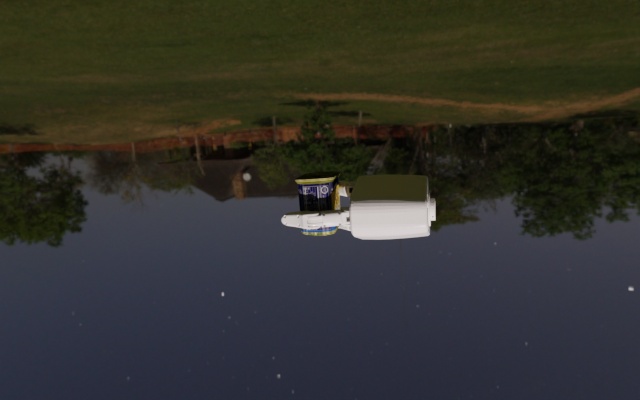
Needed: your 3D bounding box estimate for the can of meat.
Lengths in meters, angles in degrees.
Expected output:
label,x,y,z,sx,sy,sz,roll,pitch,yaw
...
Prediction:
label,x,y,z,sx,sy,sz,roll,pitch,yaw
can of meat,0.000,0.003,0.729,0.057,0.084,0.102,-3,9,11
